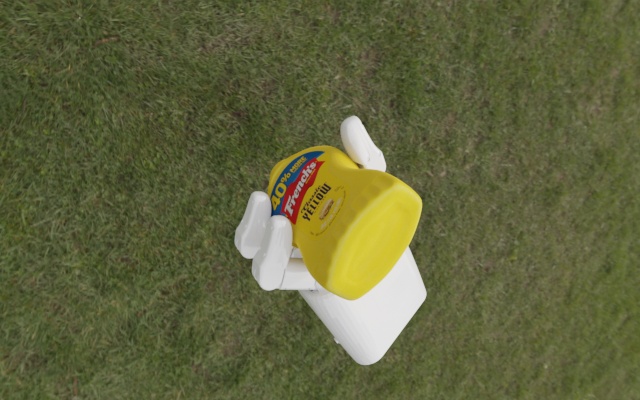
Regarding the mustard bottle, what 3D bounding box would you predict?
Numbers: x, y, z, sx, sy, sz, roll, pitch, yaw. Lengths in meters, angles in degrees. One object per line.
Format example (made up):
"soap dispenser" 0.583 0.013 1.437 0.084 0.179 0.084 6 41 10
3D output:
"mustard bottle" 0.000 0.001 0.419 0.058 0.096 0.191 31 3 -32
